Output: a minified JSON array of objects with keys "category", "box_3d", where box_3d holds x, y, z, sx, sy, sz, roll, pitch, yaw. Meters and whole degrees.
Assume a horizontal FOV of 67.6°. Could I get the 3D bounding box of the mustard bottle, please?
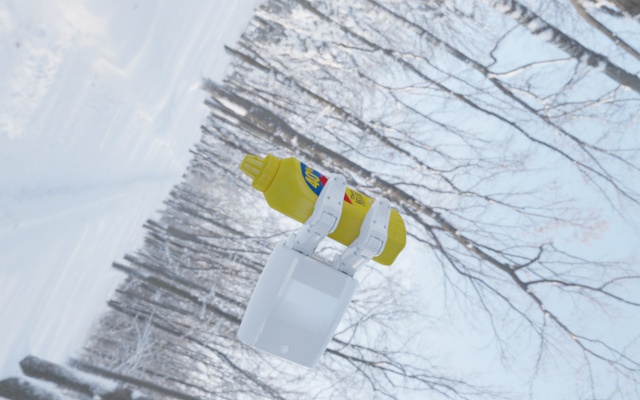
[{"category":"mustard bottle","box_3d":[0.000,0.002,0.527,0.192,0.058,0.096,27,21,-17]}]
